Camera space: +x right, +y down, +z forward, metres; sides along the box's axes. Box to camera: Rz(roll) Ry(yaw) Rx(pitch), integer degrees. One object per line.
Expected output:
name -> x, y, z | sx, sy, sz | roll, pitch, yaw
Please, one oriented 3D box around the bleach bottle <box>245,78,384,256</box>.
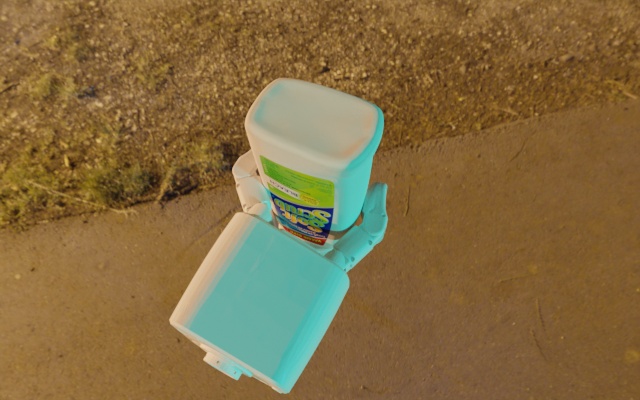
bleach bottle -> 0.000, 0.001, 0.451 | 0.102, 0.068, 0.251 | 22, -26, 15
